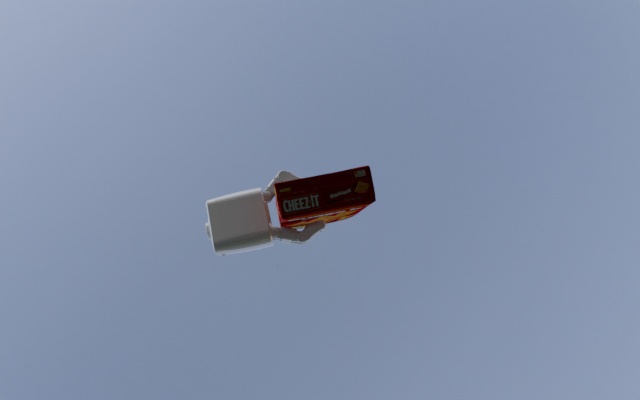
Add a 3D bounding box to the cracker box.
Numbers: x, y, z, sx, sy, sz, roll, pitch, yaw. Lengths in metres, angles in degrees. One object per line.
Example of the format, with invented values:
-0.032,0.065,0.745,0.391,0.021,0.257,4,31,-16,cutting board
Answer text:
0.000,0.003,0.886,0.164,0.072,0.214,-11,-7,-6,cracker box
